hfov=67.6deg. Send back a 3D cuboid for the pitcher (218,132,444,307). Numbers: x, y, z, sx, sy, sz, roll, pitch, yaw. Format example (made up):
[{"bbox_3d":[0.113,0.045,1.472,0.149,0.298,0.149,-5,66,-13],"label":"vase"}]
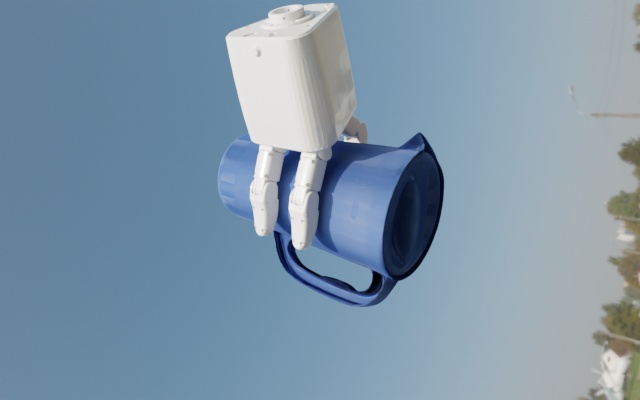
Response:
[{"bbox_3d":[0.000,0.002,0.533,0.243,0.145,0.149,14,43,34],"label":"pitcher"}]
